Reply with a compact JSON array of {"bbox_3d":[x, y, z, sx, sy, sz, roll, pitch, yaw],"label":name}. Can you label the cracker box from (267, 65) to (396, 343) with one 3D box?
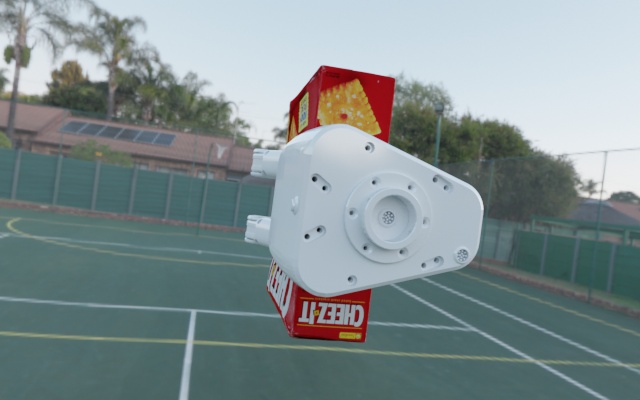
[{"bbox_3d":[0.000,0.001,0.448,0.072,0.213,0.164,7,0,-12],"label":"cracker box"}]
